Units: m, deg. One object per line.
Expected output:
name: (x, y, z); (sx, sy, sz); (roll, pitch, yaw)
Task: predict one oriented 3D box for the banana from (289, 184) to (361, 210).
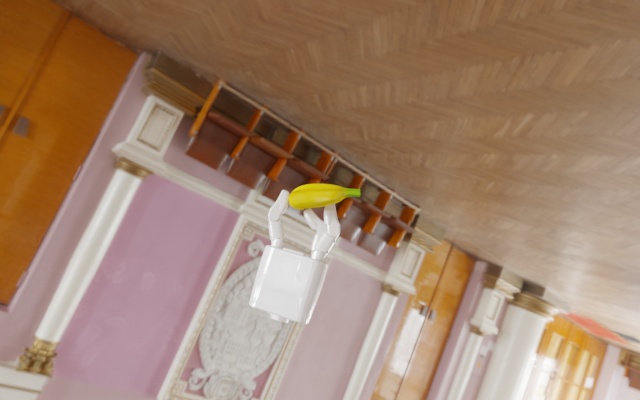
banana: (-0.014, -0.002, 0.794); (0.069, 0.037, 0.198); (17, -11, -27)
